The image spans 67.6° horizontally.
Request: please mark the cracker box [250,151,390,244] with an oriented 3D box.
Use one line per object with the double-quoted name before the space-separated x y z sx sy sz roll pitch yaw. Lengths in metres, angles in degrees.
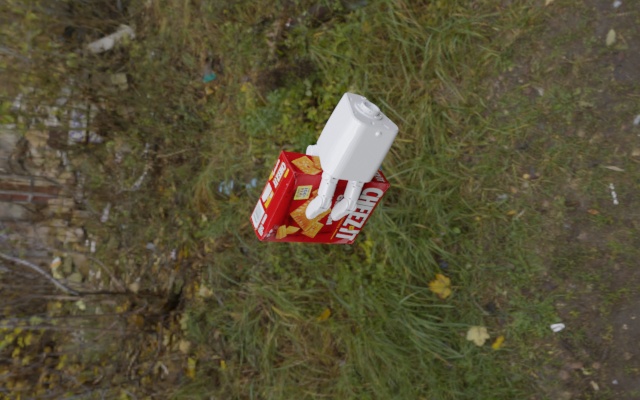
"cracker box" 0.000 0.003 0.886 0.214 0.164 0.072 6 39 -33
